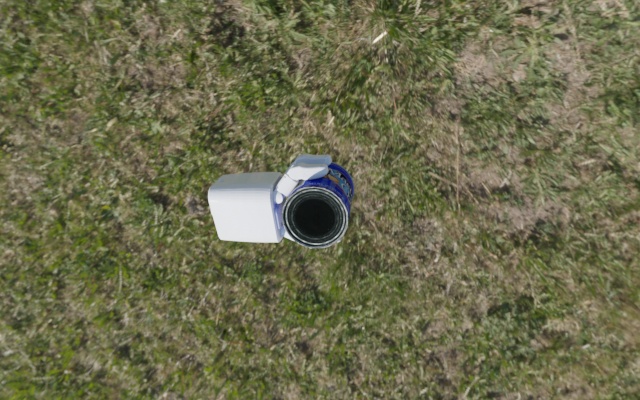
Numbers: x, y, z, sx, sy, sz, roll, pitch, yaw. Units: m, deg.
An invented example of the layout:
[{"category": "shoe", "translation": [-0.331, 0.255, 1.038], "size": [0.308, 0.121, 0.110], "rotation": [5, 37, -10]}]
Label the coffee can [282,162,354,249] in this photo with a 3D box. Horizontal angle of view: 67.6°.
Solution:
[{"category": "coffee can", "translation": [0.000, 0.003, 0.786], "size": [0.103, 0.103, 0.140], "rotation": [0, 20, 8]}]
